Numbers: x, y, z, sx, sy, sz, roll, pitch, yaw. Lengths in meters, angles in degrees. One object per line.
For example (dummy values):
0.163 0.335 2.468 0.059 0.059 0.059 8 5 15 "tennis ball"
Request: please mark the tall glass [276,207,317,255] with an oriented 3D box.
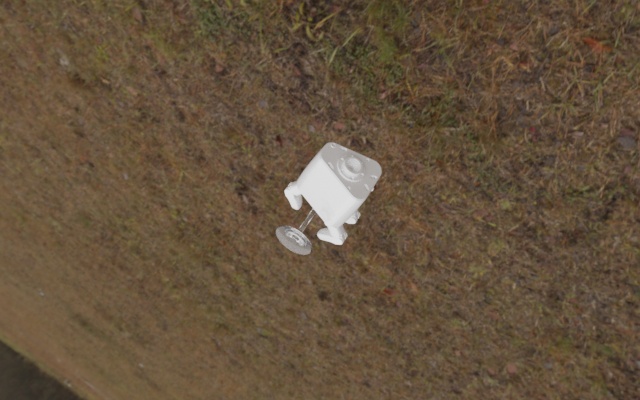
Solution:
0.000 0.003 0.894 0.079 0.079 0.201 0 43 41 "tall glass"
